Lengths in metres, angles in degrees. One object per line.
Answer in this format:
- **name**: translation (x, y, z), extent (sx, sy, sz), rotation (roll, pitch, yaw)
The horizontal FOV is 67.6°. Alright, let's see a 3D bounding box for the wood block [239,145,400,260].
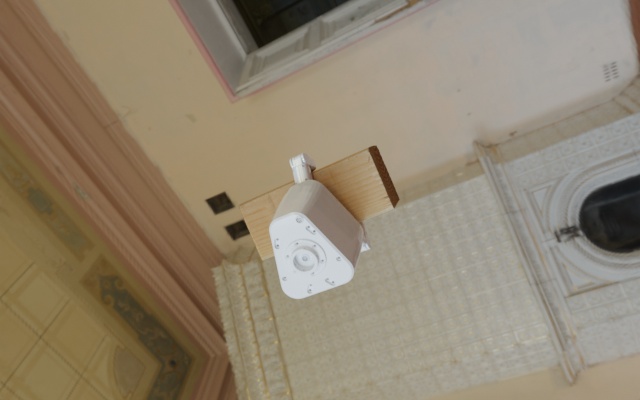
- **wood block**: translation (0.000, 0.002, 0.699), extent (0.206, 0.091, 0.090), rotation (-22, 3, 17)
